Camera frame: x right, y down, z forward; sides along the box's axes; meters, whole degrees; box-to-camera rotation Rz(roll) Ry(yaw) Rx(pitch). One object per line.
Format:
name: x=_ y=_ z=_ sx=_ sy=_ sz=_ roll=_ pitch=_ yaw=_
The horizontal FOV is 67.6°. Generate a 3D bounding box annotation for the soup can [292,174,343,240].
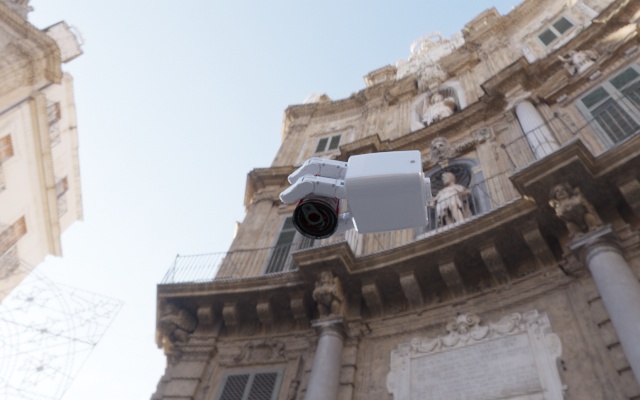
soup can: x=0.000 y=0.002 z=0.731 sx=0.068 sy=0.068 sz=0.102 roll=0 pitch=33 yaw=11
